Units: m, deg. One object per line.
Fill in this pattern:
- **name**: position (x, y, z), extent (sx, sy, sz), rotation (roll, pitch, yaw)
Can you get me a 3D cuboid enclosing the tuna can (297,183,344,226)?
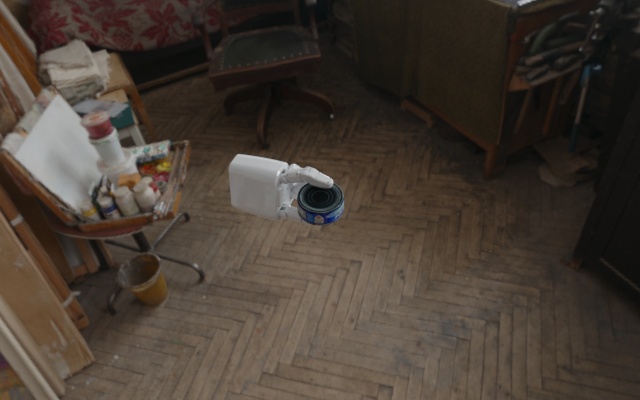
- **tuna can**: position (0.000, 0.002, 0.865), extent (0.086, 0.086, 0.034), rotation (0, -44, 1)
